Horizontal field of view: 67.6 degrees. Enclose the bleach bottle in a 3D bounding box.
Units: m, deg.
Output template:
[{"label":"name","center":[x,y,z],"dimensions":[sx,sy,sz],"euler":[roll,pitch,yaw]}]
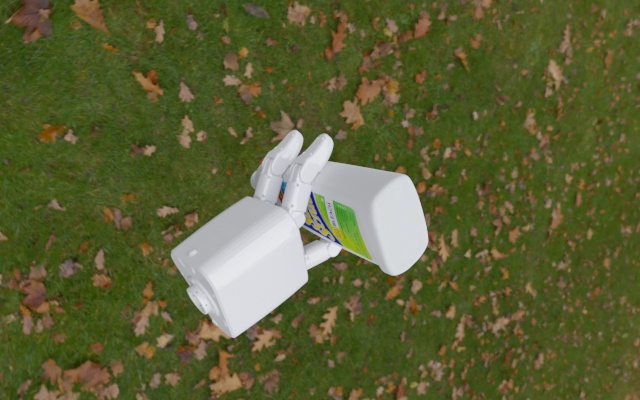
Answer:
[{"label":"bleach bottle","center":[0.000,0.002,0.554],"dimensions":[0.068,0.103,0.251],"euler":[-37,32,-28]}]
